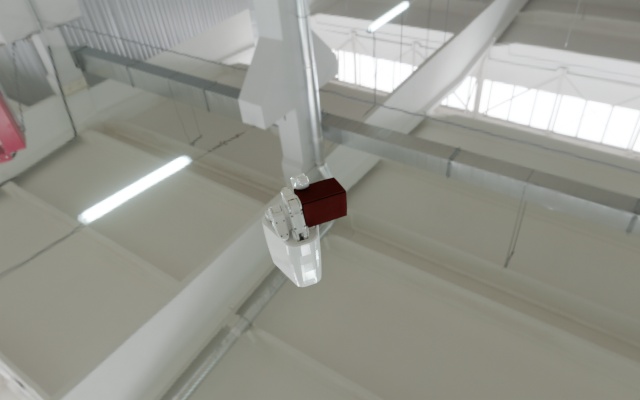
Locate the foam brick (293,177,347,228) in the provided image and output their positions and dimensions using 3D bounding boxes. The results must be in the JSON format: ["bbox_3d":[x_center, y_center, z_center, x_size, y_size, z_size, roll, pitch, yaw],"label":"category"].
[{"bbox_3d":[0.000,0.003,0.809,0.078,0.051,0.053,-17,35,-12],"label":"foam brick"}]
